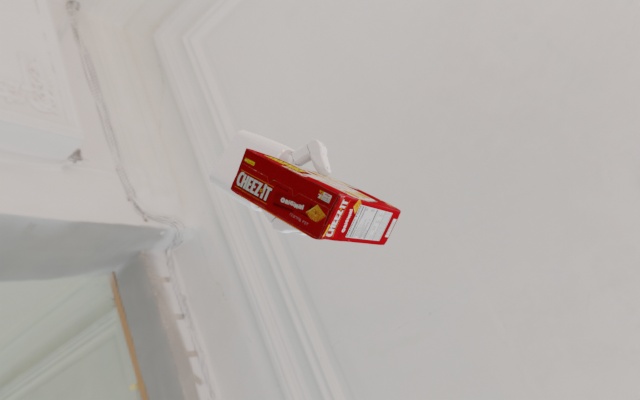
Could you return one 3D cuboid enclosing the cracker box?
[{"bbox_3d":[0.000,0.002,0.701,0.164,0.072,0.214,27,7,29],"label":"cracker box"}]
